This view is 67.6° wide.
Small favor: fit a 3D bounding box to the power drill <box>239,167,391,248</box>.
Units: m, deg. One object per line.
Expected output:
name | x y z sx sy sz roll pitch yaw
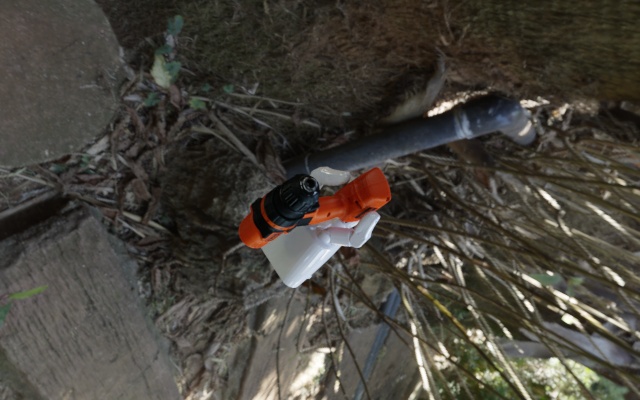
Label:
power drill | 0.000 0.002 0.634 0.187 0.057 0.184 -11 -14 -34
